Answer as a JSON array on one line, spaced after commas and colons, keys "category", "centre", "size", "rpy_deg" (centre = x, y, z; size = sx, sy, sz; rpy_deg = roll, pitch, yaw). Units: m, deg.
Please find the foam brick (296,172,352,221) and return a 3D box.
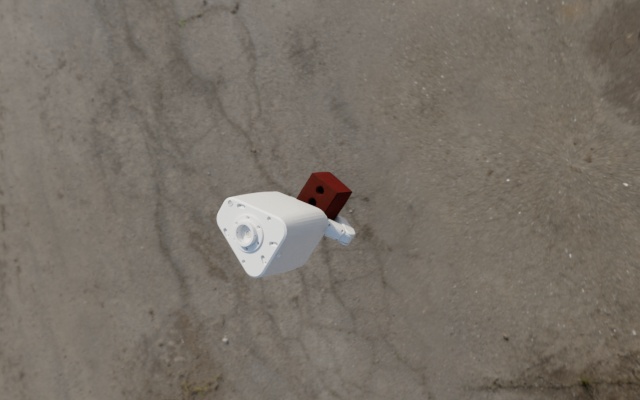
[{"category": "foam brick", "centre": [0.000, 0.002, 0.721], "size": [0.053, 0.078, 0.051], "rpy_deg": [40, 20, 23]}]
